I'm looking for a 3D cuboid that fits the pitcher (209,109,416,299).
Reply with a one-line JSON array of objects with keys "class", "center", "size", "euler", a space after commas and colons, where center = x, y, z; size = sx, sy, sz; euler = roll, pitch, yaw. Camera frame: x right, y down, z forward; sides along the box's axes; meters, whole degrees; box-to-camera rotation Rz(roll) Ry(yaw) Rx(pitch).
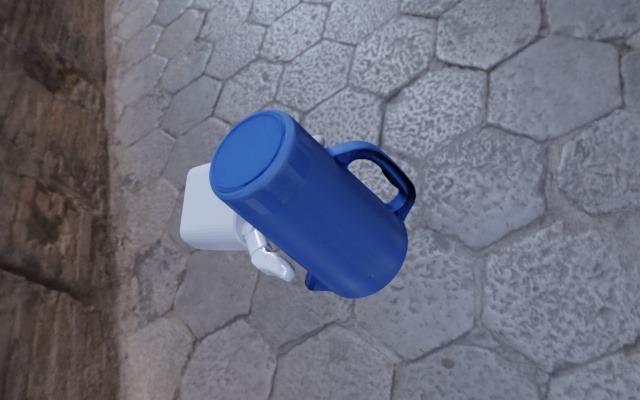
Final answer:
[{"class": "pitcher", "center": [0.000, 0.002, 0.544], "size": [0.145, 0.149, 0.243], "euler": [-3, -31, 36]}]
